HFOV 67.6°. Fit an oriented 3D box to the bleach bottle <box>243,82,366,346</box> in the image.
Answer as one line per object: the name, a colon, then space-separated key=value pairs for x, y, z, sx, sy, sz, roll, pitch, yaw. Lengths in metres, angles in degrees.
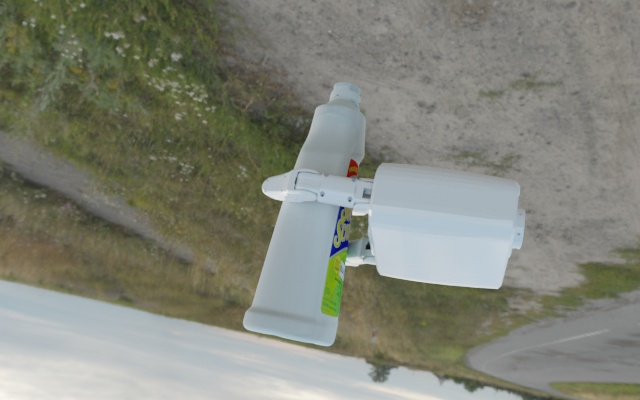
bleach bottle: x=0.000 y=0.002 z=0.446 sx=0.068 sy=0.250 sz=0.103 roll=7 pitch=-17 yaw=17
